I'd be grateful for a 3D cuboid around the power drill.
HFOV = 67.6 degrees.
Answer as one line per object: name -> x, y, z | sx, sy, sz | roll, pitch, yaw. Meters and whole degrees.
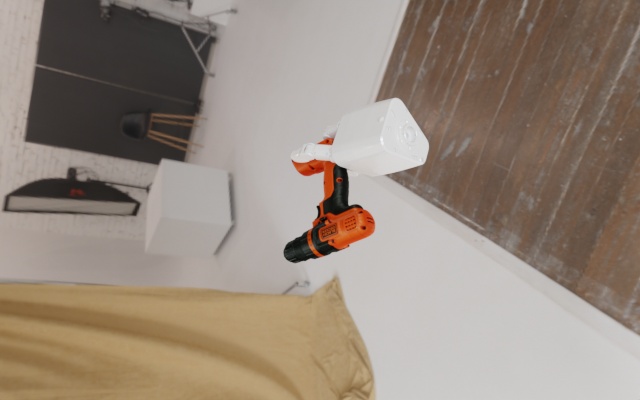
power drill -> 0.000, 0.002, 0.817 | 0.184, 0.187, 0.057 | -24, -26, 32
